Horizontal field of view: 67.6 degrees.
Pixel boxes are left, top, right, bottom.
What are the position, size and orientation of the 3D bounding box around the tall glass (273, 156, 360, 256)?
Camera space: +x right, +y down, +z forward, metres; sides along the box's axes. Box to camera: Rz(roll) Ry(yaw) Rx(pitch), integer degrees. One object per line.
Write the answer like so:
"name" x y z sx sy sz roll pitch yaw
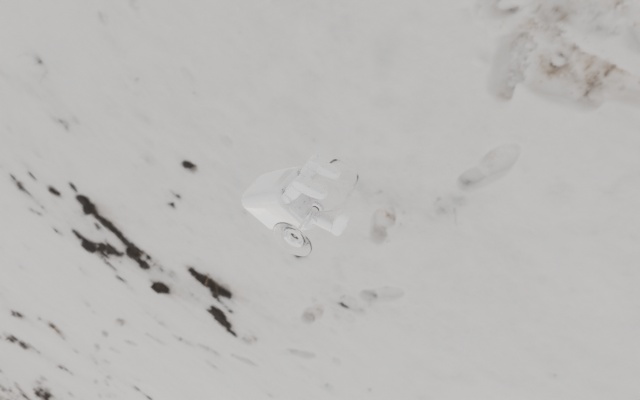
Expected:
"tall glass" 0.000 0.003 0.844 0.079 0.079 0.201 0 38 38
